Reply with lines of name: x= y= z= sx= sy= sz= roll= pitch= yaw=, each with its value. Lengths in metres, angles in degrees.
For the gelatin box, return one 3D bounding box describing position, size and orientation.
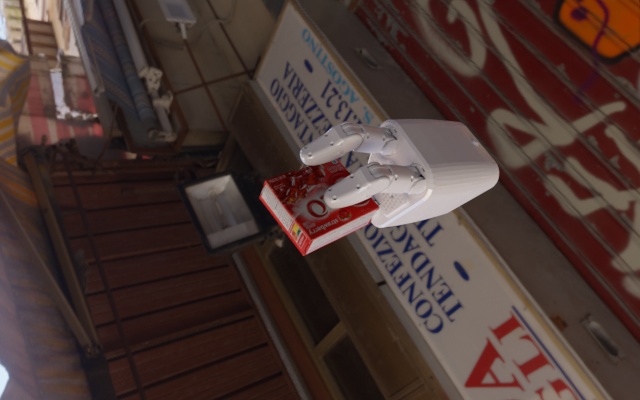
gelatin box: x=0.000 y=0.002 z=0.448 sx=0.089 sy=0.073 sz=0.030 roll=-23 pitch=-27 yaw=-35
